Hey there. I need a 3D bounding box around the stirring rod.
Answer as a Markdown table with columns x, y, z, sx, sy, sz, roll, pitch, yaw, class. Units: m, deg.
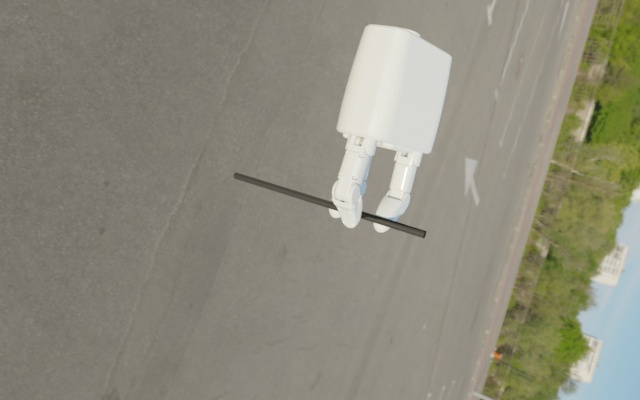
| x | y | z | sx | sy | sz | roll | pitch | yaw | class |
| --- | --- | --- | --- | --- | --- | --- | --- | --- | --- |
| 0.000 | 0.002 | 0.524 | 0.239 | 0.011 | 0.011 | 17 | 8 | 27 | stirring rod |
